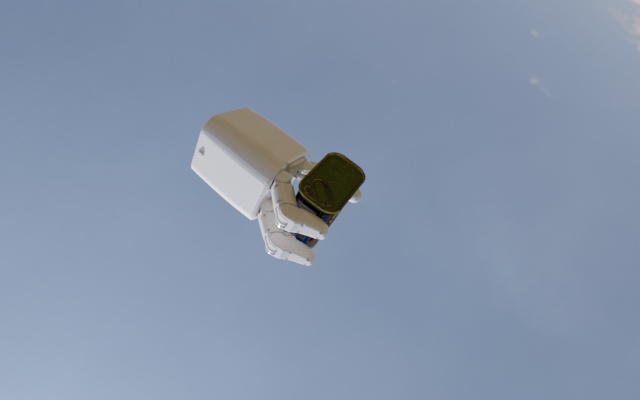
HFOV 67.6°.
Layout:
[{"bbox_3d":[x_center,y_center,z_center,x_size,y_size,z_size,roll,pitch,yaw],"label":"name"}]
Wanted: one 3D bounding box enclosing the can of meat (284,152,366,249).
[{"bbox_3d":[0.000,0.002,0.591,0.057,0.084,0.102,36,44,5],"label":"can of meat"}]
